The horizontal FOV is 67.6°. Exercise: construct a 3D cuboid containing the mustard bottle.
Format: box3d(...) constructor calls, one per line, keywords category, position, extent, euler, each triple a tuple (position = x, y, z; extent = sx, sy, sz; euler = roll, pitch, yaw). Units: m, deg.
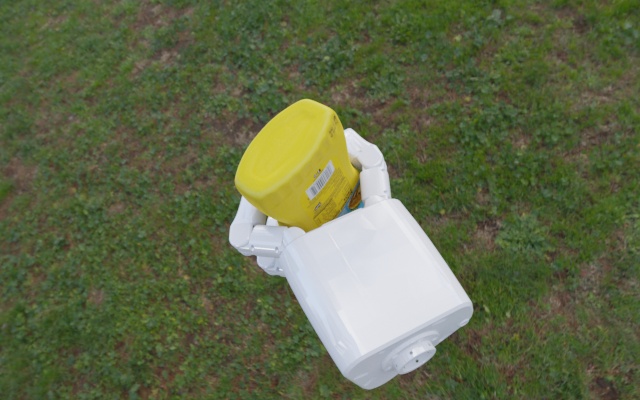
box3d(category="mustard bottle", position=(0.000, 0.001, 0.442), extent=(0.058, 0.096, 0.192), euler=(29, -15, 31))
